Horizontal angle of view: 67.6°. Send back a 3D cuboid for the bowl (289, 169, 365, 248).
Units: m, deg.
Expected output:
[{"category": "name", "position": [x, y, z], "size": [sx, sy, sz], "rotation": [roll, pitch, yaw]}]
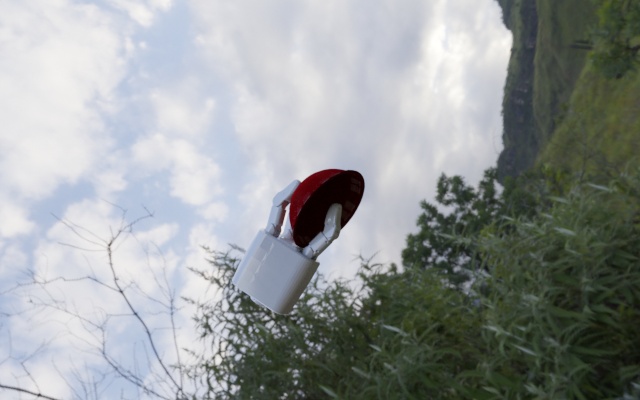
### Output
[{"category": "bowl", "position": [0.001, 0.001, 0.814], "size": [0.055, 0.162, 0.162], "rotation": [42, 24, 30]}]
